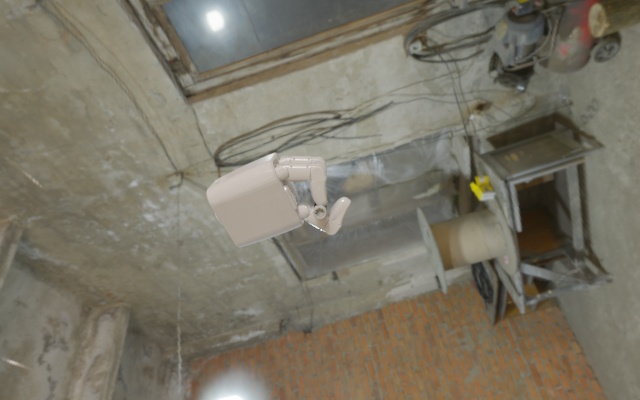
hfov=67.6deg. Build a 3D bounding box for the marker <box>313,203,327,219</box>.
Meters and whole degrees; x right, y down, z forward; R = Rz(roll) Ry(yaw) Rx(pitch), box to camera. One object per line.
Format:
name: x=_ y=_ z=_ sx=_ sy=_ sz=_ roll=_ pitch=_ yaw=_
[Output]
marker: x=0.000 y=0.002 z=0.728 sx=0.020 sy=0.020 sz=0.121 roll=0 pitch=15 yaw=1
